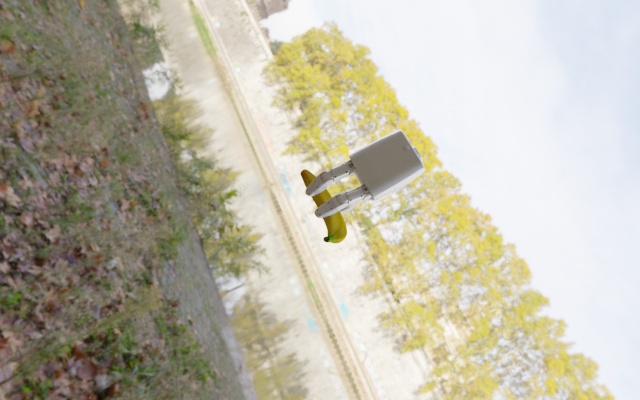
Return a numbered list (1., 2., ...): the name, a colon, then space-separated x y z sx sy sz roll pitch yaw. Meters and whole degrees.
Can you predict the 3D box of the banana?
1. banana: 0.011 0.015 0.888 0.037 0.197 0.070 -34 -47 10
